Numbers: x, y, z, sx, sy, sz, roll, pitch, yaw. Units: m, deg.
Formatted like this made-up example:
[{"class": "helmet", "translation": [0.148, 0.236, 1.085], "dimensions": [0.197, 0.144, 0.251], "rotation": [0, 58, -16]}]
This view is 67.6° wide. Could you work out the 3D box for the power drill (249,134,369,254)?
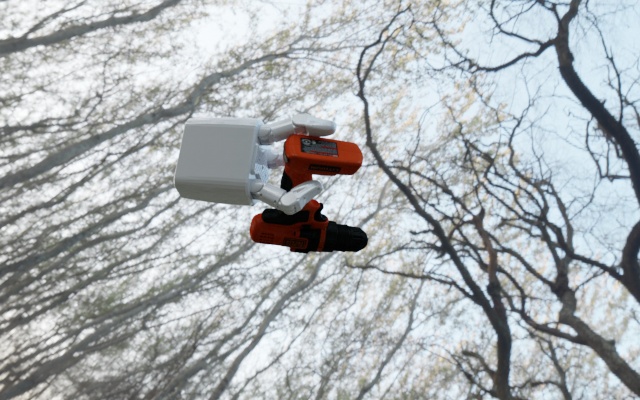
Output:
[{"class": "power drill", "translation": [0.000, 0.002, 0.687], "dimensions": [0.184, 0.188, 0.057], "rotation": [6, 39, -13]}]
